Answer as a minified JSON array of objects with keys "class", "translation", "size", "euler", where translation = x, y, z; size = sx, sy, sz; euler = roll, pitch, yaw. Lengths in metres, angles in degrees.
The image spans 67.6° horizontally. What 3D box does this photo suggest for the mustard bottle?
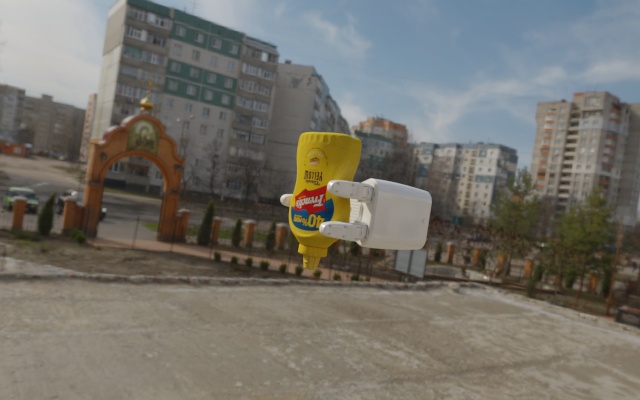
[{"class":"mustard bottle","translation":[0.000,0.002,0.676],"size":[0.096,0.191,0.058],"euler":[9,1,39]}]
